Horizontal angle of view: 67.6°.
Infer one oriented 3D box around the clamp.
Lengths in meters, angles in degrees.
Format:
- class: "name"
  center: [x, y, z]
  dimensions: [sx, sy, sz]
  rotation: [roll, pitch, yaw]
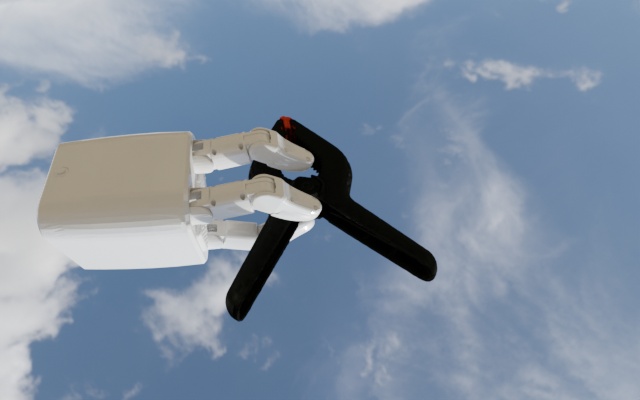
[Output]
- class: "clamp"
  center: [0.000, 0.002, 0.419]
  dimensions: [0.164, 0.209, 0.036]
  rotation: [-4, -41, -7]
